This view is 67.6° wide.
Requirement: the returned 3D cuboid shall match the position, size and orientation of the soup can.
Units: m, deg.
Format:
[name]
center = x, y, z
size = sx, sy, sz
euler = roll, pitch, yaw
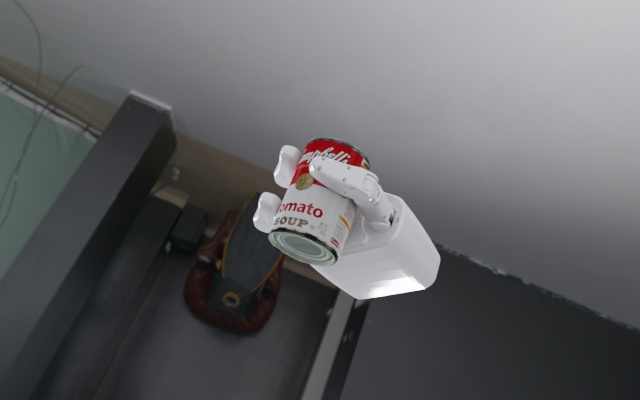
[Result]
[soup can]
center = 0.000, 0.001, 0.445
size = 0.068, 0.102, 0.068
euler = 18, -26, 9
